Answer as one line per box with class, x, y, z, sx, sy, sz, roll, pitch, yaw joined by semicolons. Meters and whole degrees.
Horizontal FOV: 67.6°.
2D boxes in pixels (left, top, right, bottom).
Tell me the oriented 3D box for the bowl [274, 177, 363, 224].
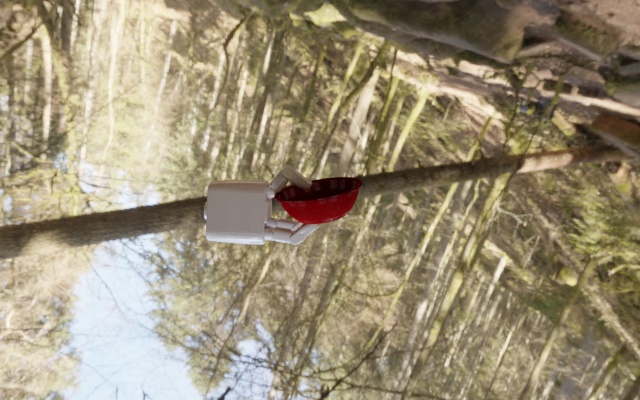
bowl;0.001;0.003;0.864;0.162;0.055;0.162;-9;14;2
